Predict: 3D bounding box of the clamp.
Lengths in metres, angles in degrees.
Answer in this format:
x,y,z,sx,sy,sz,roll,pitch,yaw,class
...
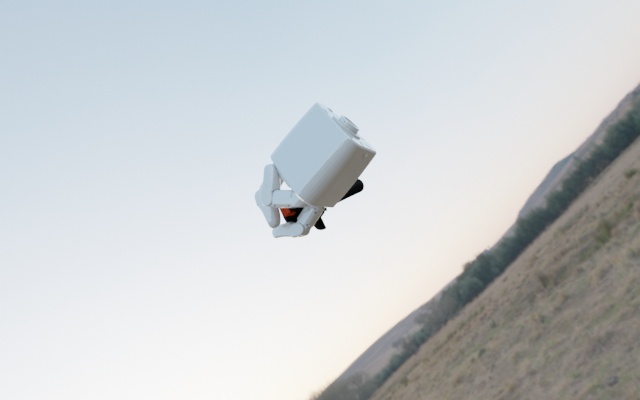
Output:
x,y,z,sx,sy,sz,roll,pitch,yaw,class
0.000,0.002,0.764,0.039,0.120,0.171,47,17,21,clamp
